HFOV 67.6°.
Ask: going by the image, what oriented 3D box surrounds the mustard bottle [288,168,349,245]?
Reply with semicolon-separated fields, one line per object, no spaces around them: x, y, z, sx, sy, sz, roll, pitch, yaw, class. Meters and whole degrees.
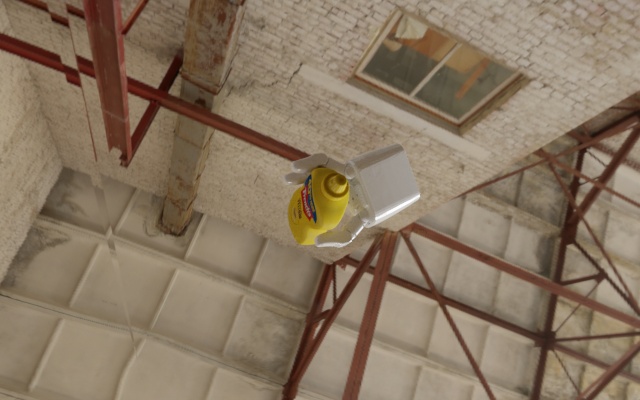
0.000;0.003;0.753;0.058;0.096;0.192;1;-19;-20;mustard bottle
